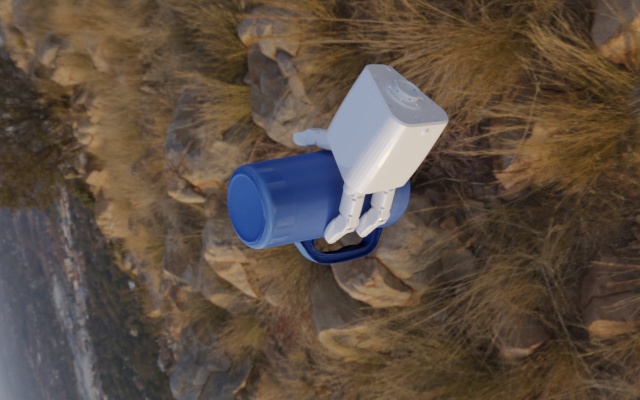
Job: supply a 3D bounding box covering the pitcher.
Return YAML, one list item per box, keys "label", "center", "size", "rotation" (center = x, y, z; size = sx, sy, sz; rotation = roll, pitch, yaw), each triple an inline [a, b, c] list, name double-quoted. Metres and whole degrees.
- label: "pitcher"
  center: [0.000, 0.002, 0.667]
  size: [0.243, 0.149, 0.145]
  rotation: [-11, -30, -38]
